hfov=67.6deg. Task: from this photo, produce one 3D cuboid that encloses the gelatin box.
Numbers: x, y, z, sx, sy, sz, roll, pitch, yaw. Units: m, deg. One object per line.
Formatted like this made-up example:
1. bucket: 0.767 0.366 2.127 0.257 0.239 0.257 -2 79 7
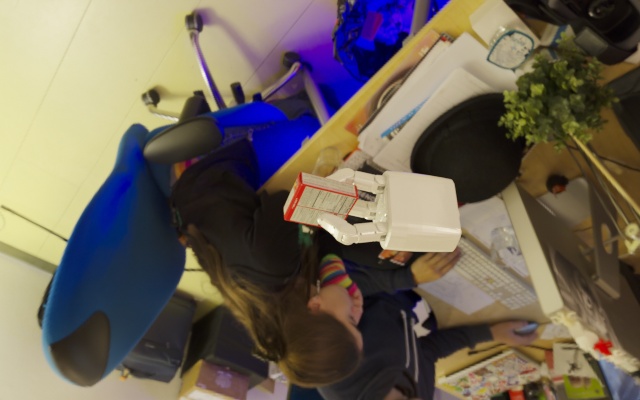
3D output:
1. gelatin box: 0.000 0.002 0.684 0.089 0.030 0.073 12 -48 -18
